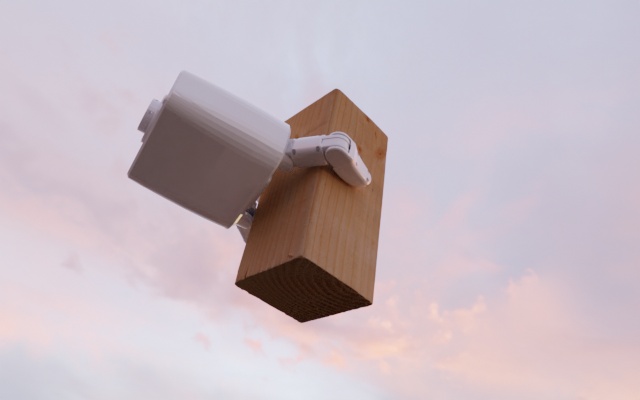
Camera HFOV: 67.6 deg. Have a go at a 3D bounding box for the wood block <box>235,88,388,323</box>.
[{"bbox_3d":[0.000,0.001,0.472,0.091,0.206,0.090,-25,-50,37],"label":"wood block"}]
